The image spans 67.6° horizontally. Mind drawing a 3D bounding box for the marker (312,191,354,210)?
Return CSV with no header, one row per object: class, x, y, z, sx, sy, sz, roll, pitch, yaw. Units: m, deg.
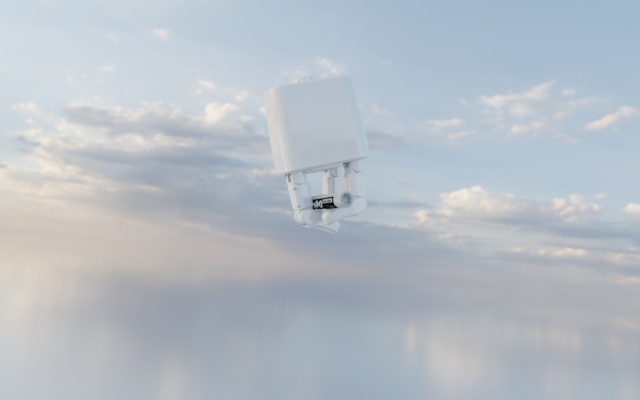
marker,0.000,0.002,0.592,0.020,0.020,0.121,0,-3,-30
